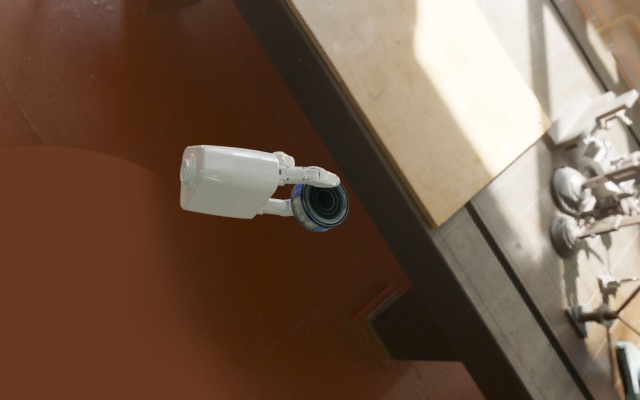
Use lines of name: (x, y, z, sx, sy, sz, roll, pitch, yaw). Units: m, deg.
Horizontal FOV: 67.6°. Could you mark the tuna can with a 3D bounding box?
tuna can: (0.000, 0.002, 0.712, 0.086, 0.086, 0.034, 0, -15, -35)
